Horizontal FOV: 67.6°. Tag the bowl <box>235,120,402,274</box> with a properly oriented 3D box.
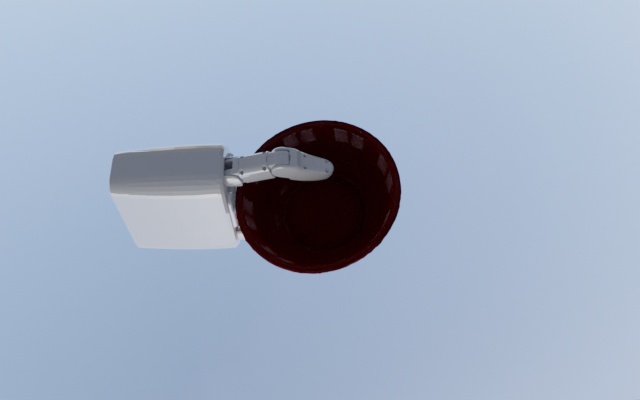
[{"bbox_3d":[0.001,0.002,0.478,0.162,0.162,0.055,0,-24,12],"label":"bowl"}]
